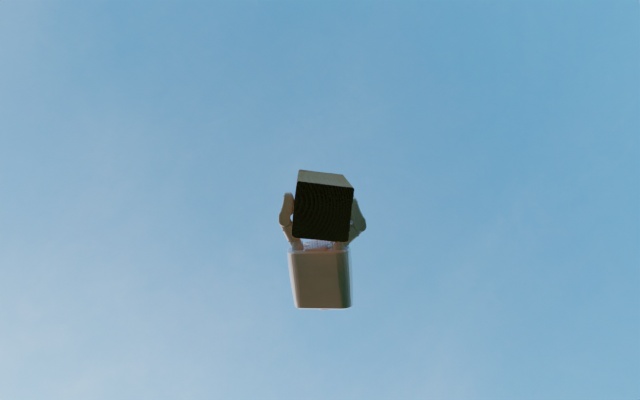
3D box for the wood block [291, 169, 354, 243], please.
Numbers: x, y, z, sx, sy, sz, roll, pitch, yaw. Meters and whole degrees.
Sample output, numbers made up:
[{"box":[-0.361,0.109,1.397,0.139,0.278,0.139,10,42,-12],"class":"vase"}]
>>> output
[{"box":[0.000,0.003,0.827,0.091,0.090,0.206,6,8,-3],"class":"wood block"}]
